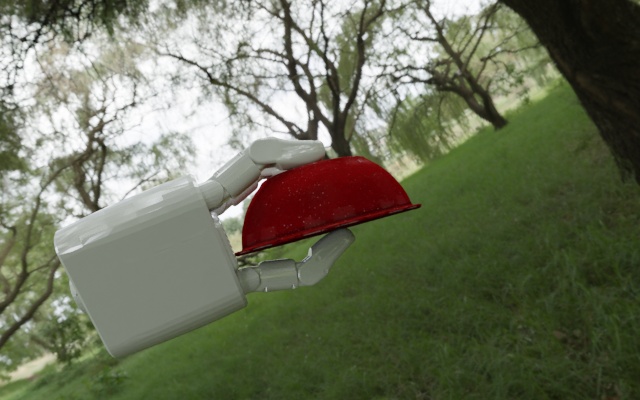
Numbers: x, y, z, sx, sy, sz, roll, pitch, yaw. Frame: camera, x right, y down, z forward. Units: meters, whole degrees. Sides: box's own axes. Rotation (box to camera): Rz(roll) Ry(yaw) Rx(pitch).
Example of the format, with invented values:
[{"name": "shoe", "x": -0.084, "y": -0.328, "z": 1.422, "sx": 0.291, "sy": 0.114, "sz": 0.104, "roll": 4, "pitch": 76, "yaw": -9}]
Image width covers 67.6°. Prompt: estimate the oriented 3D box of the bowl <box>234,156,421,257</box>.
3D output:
[{"name": "bowl", "x": 0.001, "y": 0.001, "z": 0.407, "sx": 0.162, "sy": 0.055, "sz": 0.162, "roll": -14, "pitch": -5, "yaw": -1}]
